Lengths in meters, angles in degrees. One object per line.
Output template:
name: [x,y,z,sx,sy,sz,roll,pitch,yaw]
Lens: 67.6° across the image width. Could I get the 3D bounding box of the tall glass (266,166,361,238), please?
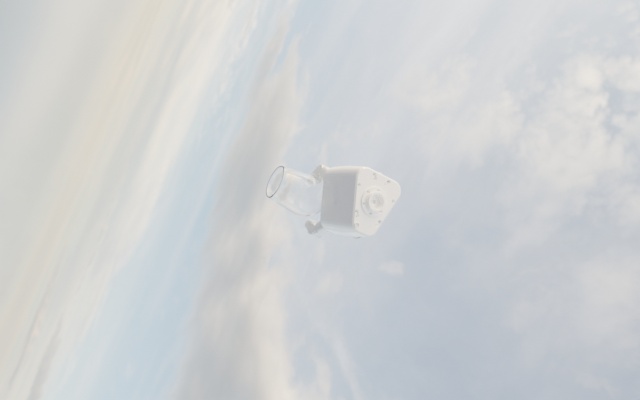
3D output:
tall glass: [0.001,0.003,0.892,0.201,0.079,0.079,24,-11,-26]
